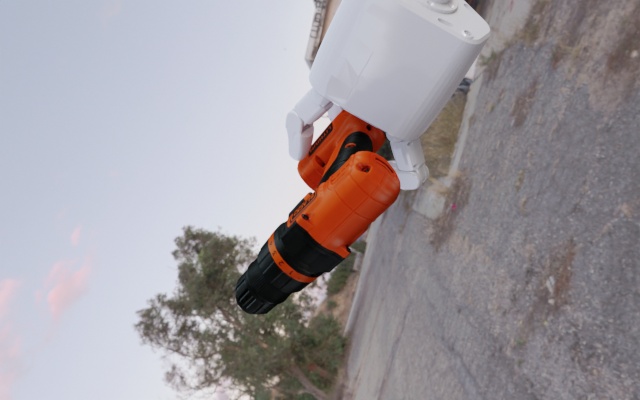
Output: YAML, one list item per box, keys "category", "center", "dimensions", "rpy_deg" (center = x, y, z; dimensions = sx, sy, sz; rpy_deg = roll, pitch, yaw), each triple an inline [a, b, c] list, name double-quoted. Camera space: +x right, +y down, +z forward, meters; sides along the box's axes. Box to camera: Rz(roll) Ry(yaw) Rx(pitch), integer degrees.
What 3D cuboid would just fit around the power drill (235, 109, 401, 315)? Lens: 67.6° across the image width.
- category: "power drill"
  center: [0.000, 0.001, 0.440]
  dimensions: [0.057, 0.184, 0.187]
  rpy_deg: [38, 28, -15]
